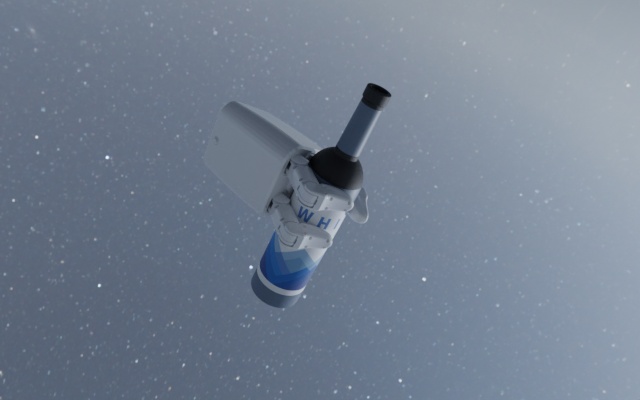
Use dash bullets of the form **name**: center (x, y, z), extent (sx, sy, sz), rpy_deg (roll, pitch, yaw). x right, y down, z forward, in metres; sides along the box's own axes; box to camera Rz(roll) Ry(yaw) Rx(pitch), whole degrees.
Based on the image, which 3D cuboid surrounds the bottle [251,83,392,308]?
- **bottle**: center (0.000, 0.002, 0.553), extent (0.069, 0.296, 0.069), rpy_deg (21, 30, -13)
